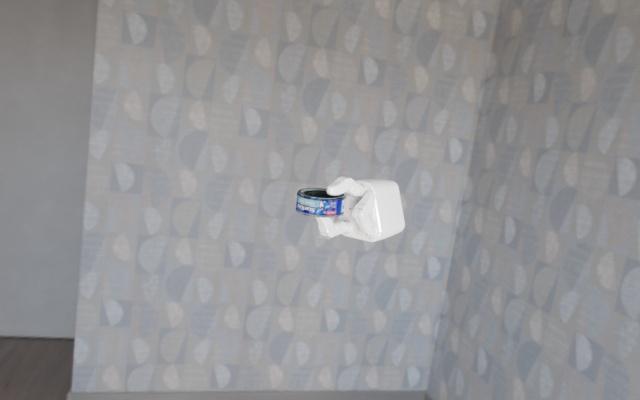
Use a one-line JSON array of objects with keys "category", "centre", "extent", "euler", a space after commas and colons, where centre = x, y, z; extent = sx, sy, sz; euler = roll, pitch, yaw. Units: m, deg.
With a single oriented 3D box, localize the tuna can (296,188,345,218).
[{"category": "tuna can", "centre": [0.000, 0.002, 0.835], "extent": [0.086, 0.034, 0.086], "euler": [4, 13, -1]}]
